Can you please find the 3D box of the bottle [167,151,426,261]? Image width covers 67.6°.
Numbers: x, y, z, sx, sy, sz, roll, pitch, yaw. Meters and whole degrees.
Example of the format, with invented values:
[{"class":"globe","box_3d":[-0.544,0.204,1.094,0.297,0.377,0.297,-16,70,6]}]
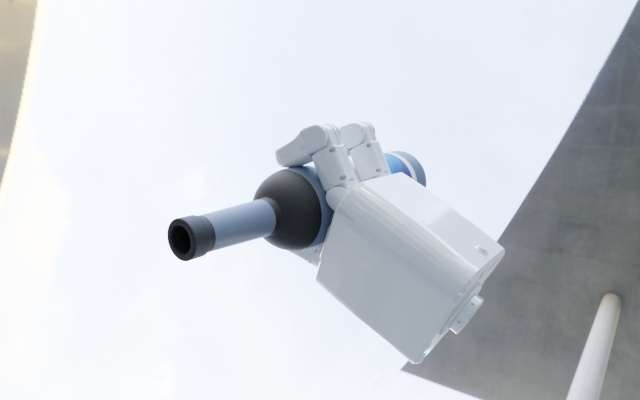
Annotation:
[{"class":"bottle","box_3d":[0.000,0.001,0.410,0.069,0.069,0.295,0,9,36]}]
